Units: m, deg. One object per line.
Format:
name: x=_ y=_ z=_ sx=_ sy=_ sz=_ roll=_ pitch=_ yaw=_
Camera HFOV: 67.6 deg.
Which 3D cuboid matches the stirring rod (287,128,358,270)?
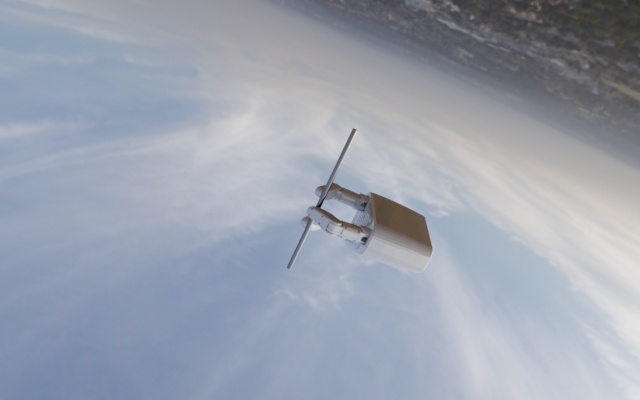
stirring rod: x=0.000 y=0.002 z=0.716 sx=0.011 sy=0.239 sz=0.011 roll=23 pitch=17 yaw=-7
